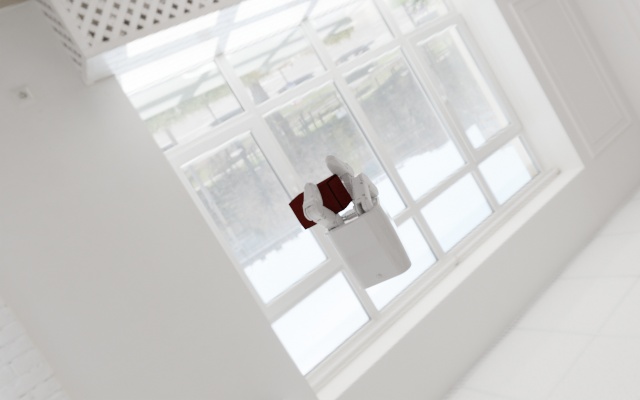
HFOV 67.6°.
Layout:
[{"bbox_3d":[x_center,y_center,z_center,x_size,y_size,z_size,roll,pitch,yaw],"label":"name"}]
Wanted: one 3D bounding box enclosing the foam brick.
[{"bbox_3d":[0.000,0.002,0.744,0.078,0.051,0.053,-28,8,27],"label":"foam brick"}]
